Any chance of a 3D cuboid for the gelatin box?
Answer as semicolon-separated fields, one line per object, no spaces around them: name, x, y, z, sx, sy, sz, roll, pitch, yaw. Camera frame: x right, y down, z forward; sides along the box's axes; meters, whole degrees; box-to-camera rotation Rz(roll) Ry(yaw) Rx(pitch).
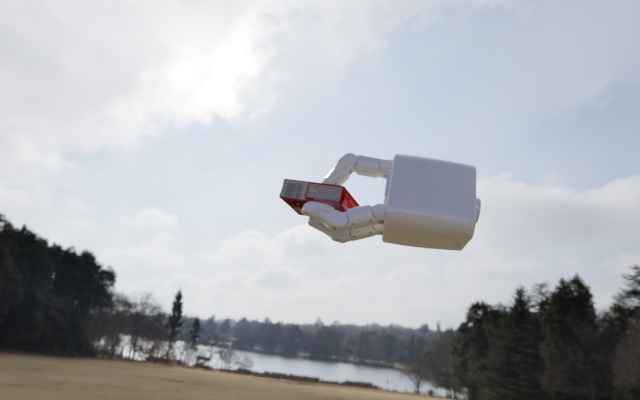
gelatin box;0.000;0.002;0.635;0.089;0.030;0.073;8;-17;22
